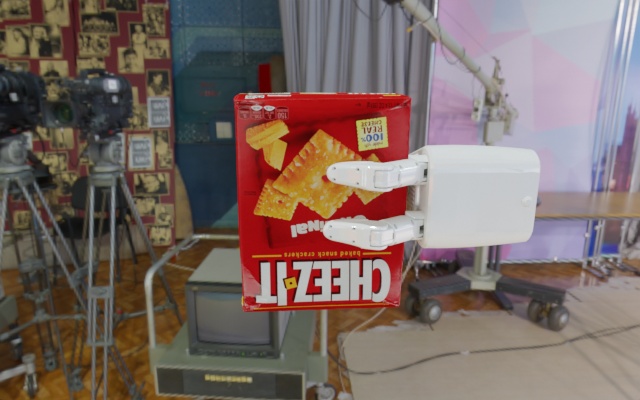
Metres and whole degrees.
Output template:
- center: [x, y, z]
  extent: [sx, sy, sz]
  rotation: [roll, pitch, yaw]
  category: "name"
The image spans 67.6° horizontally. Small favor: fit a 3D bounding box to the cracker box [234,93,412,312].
- center: [0.000, 0.001, 0.480]
  extent: [0.164, 0.214, 0.072]
  rotation: [-1, 15, -4]
  category: "cracker box"
